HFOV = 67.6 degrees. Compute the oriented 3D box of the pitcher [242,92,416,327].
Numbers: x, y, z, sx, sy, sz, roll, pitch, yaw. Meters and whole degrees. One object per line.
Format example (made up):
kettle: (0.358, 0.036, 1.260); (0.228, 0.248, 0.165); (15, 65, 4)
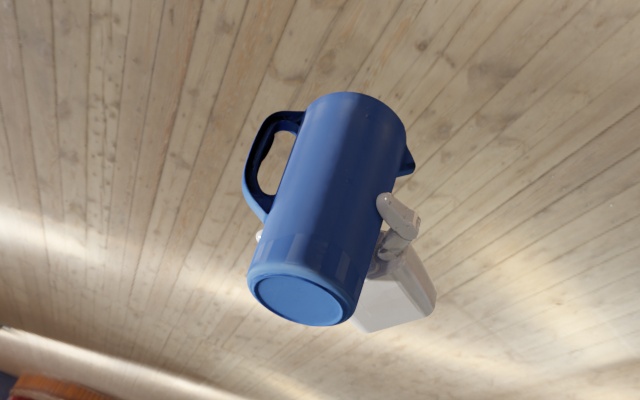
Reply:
pitcher: (0.000, 0.002, 0.517); (0.149, 0.242, 0.145); (-10, -47, 32)
